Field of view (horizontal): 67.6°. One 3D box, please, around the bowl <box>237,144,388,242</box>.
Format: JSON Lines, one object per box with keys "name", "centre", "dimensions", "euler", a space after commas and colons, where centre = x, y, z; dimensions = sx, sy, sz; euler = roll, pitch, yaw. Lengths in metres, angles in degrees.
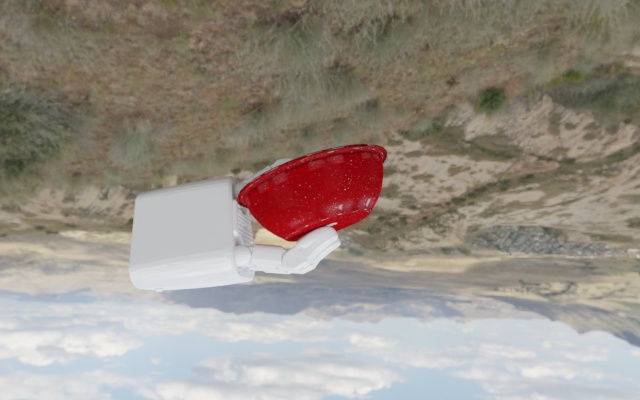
{"name": "bowl", "centre": [0.001, 0.002, 0.487], "dimensions": [0.162, 0.055, 0.162], "euler": [-18, -13, -4]}
